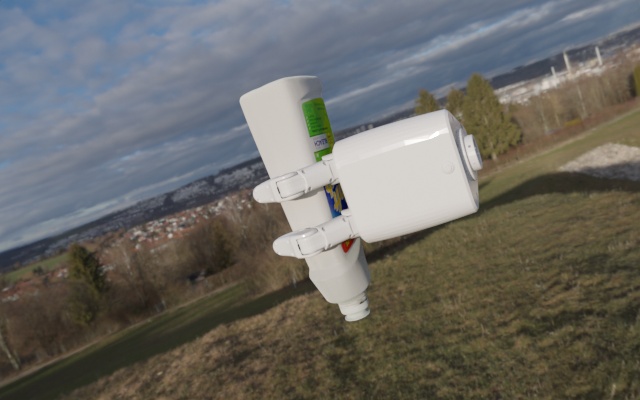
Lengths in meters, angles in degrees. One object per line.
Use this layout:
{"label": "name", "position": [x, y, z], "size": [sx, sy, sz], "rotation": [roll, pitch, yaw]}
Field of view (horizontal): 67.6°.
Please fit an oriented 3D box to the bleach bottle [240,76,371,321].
{"label": "bleach bottle", "position": [0.000, 0.002, 0.497], "size": [0.068, 0.251, 0.102], "rotation": [-17, 8, 24]}
